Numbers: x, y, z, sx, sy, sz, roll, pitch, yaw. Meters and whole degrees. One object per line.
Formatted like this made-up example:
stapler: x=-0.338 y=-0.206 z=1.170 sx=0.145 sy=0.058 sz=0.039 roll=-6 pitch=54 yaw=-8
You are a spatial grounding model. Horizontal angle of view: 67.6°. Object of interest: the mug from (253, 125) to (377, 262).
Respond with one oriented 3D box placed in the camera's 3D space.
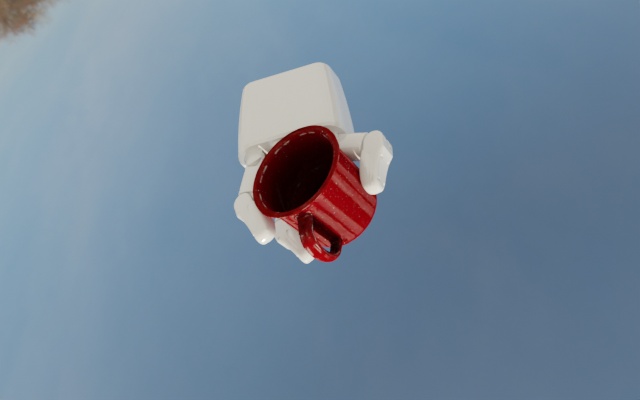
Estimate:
mug: x=0.000 y=0.003 z=0.431 sx=0.093 sy=0.117 sz=0.081 roll=-26 pitch=-42 yaw=24
